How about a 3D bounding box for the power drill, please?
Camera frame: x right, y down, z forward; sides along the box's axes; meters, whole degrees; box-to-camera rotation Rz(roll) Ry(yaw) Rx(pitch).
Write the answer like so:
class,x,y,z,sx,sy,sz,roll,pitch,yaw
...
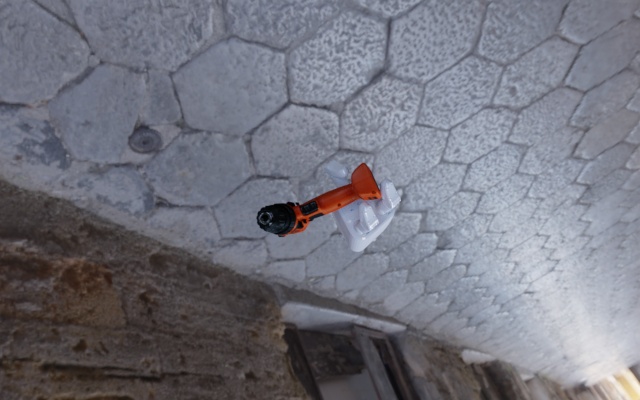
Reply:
class,x,y,z,sx,sy,sz,roll,pitch,yaw
power drill,0.001,0.002,0.768,0.187,0.057,0.184,-23,-6,10
